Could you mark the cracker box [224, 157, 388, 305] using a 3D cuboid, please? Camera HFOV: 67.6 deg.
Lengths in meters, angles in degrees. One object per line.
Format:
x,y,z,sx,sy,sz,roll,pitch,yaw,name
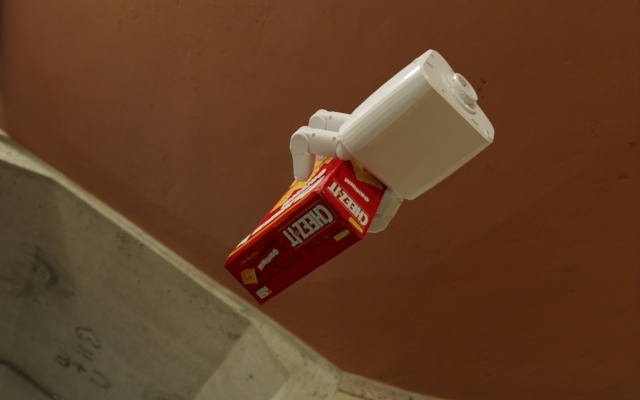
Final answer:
0.000,0.002,0.561,0.164,0.072,0.213,-38,9,34,cracker box
